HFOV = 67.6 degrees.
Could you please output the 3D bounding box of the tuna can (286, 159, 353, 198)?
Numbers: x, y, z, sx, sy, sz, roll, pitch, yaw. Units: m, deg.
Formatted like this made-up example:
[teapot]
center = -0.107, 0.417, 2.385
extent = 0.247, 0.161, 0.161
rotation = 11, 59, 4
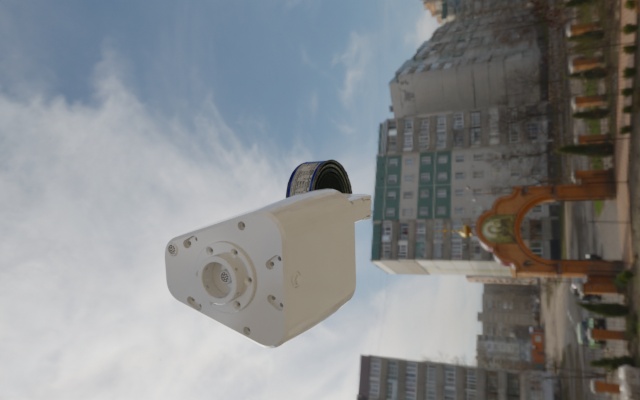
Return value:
[tuna can]
center = 0.000, 0.002, 0.492
extent = 0.034, 0.086, 0.086
rotation = -1, -1, 30
